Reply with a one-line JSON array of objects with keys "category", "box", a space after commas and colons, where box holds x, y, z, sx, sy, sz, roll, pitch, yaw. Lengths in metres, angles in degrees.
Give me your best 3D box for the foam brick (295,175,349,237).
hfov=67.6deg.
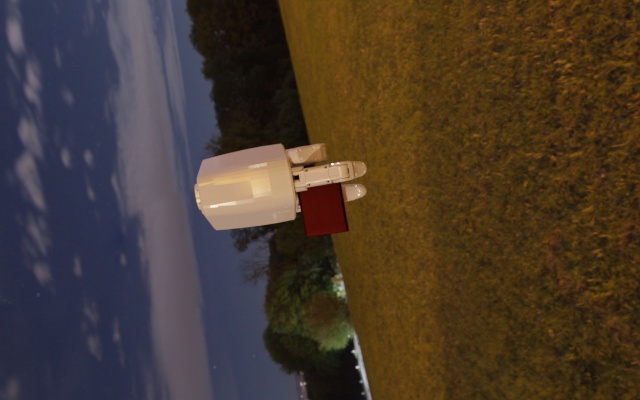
[{"category": "foam brick", "box": [0.000, 0.002, 0.588, 0.051, 0.078, 0.053, -10, 3, -6]}]
